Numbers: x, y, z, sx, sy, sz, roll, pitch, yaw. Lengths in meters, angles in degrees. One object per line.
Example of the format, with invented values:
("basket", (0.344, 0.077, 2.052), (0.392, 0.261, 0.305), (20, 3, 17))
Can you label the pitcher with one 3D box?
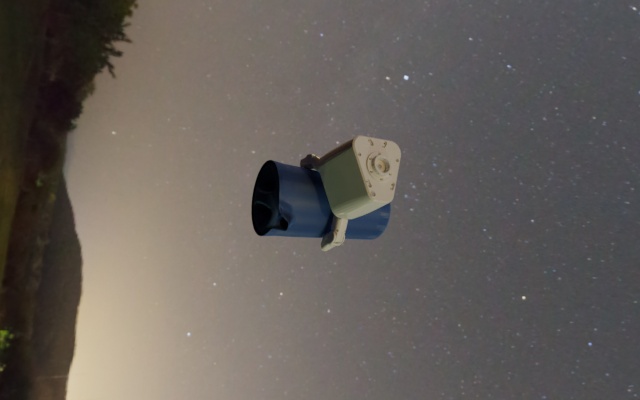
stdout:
("pitcher", (0.000, 0.003, 0.886), (0.243, 0.149, 0.145), (8, -17, -27))
